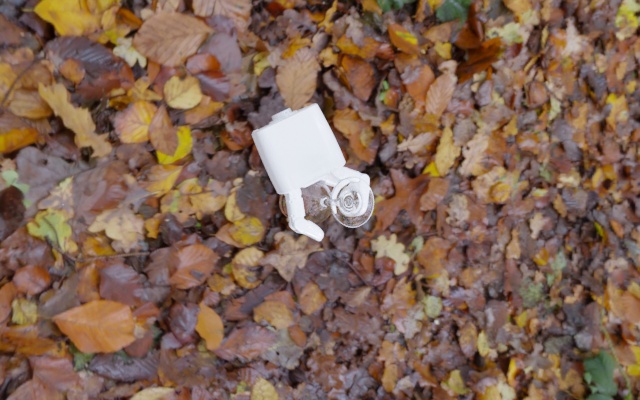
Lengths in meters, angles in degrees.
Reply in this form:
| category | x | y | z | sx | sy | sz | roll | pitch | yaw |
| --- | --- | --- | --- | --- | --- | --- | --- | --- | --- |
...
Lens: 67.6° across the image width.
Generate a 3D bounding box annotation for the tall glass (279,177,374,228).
| category | x | y | z | sx | sy | sz | roll | pitch | yaw |
| --- | --- | --- | --- | --- | --- | --- | --- | --- | --- |
| tall glass | 0.000 | 0.003 | 0.780 | 0.079 | 0.079 | 0.201 | 0 | -1 | -28 |
